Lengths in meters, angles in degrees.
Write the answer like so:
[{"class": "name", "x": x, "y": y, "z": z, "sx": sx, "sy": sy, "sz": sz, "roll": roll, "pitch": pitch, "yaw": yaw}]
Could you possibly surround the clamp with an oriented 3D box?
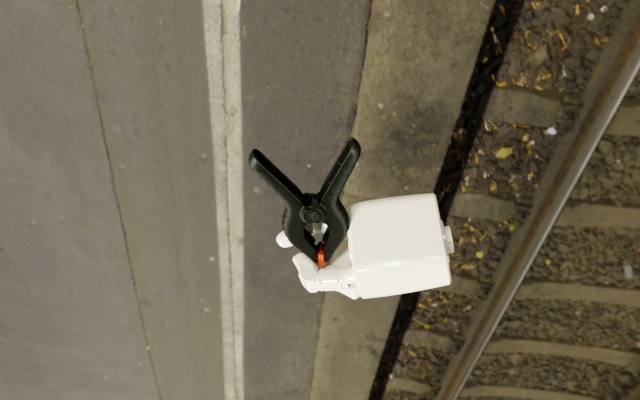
[{"class": "clamp", "x": 0.000, "y": 0.002, "z": 0.549, "sx": 0.120, "sy": 0.172, "sz": 0.039, "roll": -10, "pitch": 38, "yaw": 12}]
